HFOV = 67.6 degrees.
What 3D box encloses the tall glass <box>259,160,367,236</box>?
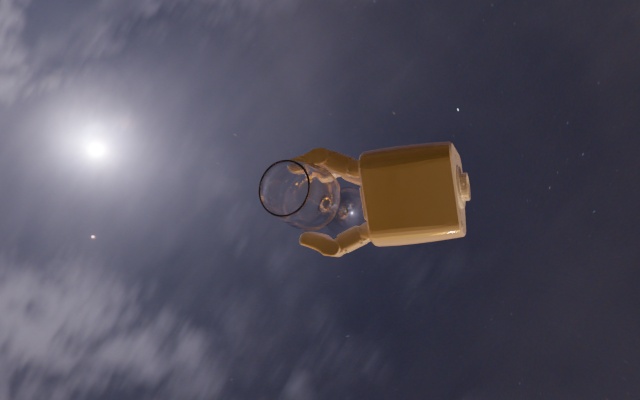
[{"bbox_3d":[0.000,0.002,0.595,0.079,0.079,0.201,0,-9,24],"label":"tall glass"}]
